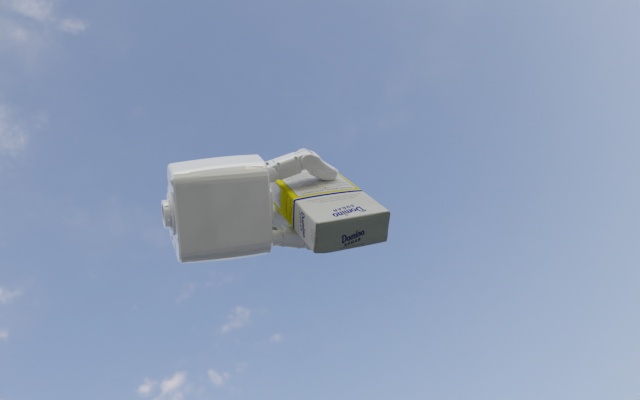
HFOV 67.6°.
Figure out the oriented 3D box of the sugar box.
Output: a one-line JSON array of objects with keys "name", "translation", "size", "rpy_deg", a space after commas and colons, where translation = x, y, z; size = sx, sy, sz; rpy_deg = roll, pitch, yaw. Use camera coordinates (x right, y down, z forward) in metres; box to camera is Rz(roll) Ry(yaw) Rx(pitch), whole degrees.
[{"name": "sugar box", "translation": [0.000, 0.002, 0.587], "size": [0.093, 0.048, 0.176], "rpy_deg": [-8, 28, -22]}]
